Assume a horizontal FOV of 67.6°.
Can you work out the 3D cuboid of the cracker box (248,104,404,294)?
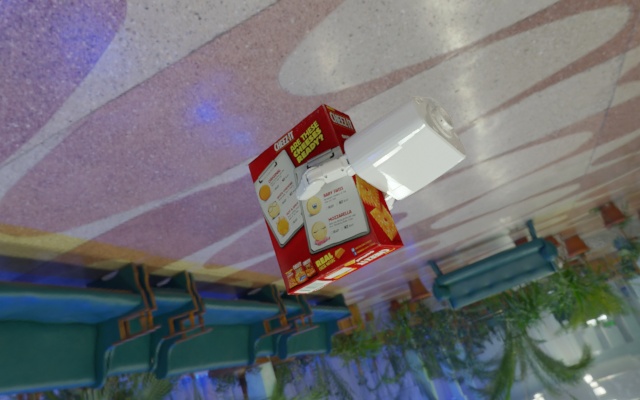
[{"bbox_3d":[0.000,0.002,0.671,0.164,0.213,0.072,-33,-26,30],"label":"cracker box"}]
